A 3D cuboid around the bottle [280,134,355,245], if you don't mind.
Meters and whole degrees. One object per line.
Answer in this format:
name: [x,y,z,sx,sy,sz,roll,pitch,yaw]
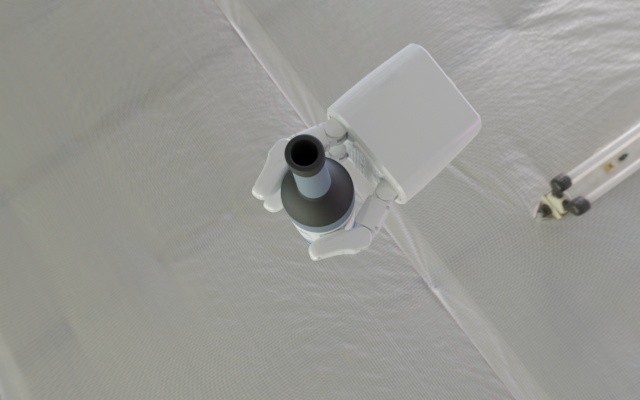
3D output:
bottle: [0.000,0.002,0.462,0.069,0.069,0.296,0,-13,4]
